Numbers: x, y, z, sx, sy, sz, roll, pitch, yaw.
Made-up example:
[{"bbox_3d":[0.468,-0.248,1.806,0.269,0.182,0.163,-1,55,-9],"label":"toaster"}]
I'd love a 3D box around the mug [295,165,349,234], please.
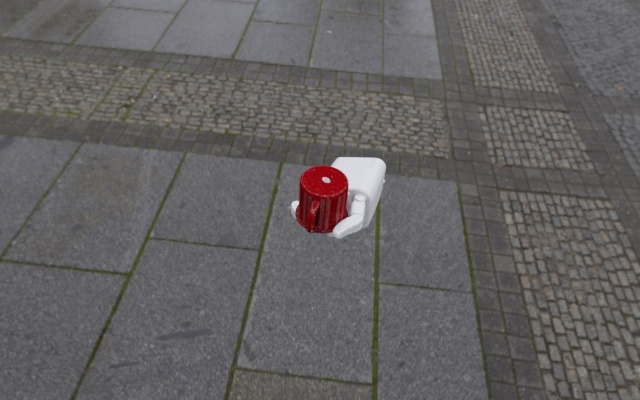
[{"bbox_3d":[0.000,0.003,0.799,0.093,0.082,0.117,17,45,13],"label":"mug"}]
